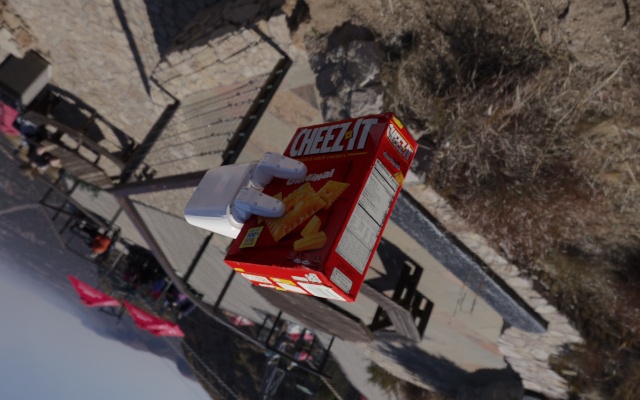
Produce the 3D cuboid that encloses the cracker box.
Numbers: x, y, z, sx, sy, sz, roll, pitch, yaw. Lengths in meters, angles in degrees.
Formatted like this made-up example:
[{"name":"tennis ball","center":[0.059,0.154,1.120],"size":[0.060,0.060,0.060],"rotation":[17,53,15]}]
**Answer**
[{"name":"cracker box","center":[0.000,0.002,0.567],"size":[0.164,0.213,0.072],"rotation":[0,-35,44]}]
